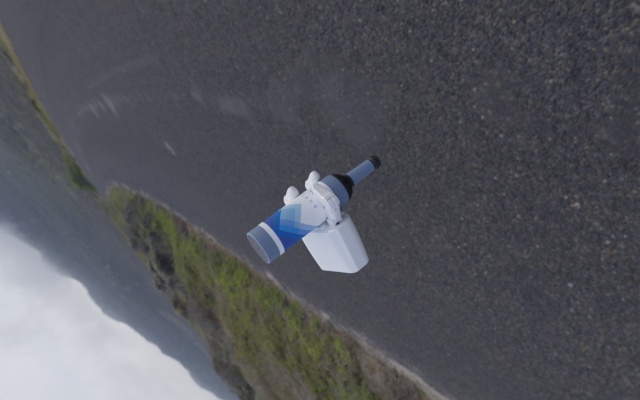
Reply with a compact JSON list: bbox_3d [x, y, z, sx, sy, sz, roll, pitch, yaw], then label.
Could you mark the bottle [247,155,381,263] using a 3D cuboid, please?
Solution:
[{"bbox_3d":[0.000,0.003,0.896,0.295,0.069,0.069,-37,14,-20],"label":"bottle"}]
